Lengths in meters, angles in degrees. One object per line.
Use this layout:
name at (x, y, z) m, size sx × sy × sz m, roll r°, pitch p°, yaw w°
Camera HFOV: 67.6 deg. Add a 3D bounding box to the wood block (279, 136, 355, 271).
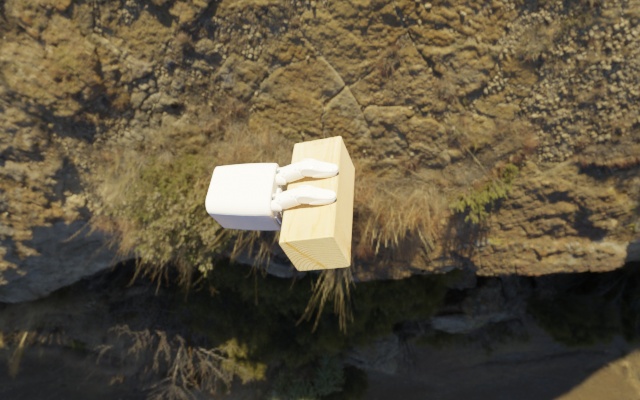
wood block at (0.000, 0.003, 0.796) m, size 0.090 × 0.206 × 0.091 m, roll -8°, pitch -39°, yaw 17°
